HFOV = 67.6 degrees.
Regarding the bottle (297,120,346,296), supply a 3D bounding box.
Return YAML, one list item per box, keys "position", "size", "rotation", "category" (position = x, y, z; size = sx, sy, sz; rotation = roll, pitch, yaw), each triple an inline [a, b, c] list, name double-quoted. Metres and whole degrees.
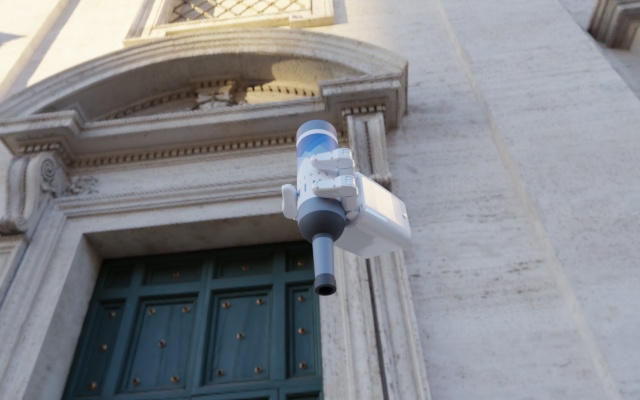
- position: [0.000, 0.002, 0.688]
  size: [0.069, 0.295, 0.069]
  rotation: [-2, -42, -2]
  category: "bottle"
